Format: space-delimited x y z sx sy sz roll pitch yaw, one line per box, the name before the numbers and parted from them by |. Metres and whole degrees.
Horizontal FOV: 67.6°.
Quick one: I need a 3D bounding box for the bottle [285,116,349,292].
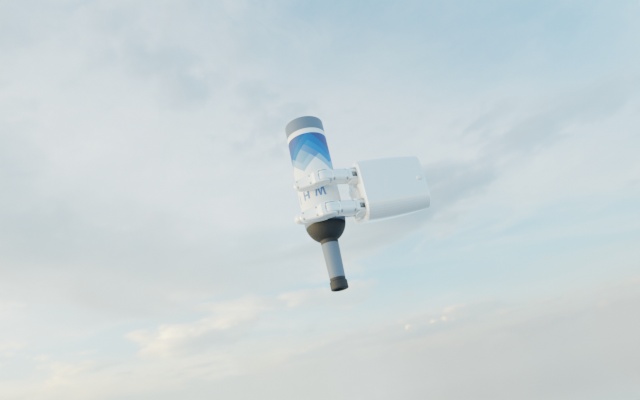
bottle | 0.000 0.002 0.781 0.069 0.295 0.069 -11 -23 -5
